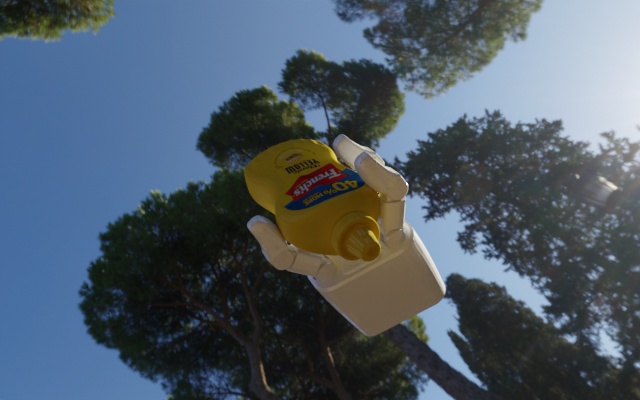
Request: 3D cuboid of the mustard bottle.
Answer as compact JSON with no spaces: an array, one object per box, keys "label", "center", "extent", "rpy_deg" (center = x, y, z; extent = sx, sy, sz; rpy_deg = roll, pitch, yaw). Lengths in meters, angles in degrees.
[{"label":"mustard bottle","center":[0.000,0.001,0.452],"extent":[0.096,0.058,0.191],"rpy_deg":[-20,33,-17]}]
